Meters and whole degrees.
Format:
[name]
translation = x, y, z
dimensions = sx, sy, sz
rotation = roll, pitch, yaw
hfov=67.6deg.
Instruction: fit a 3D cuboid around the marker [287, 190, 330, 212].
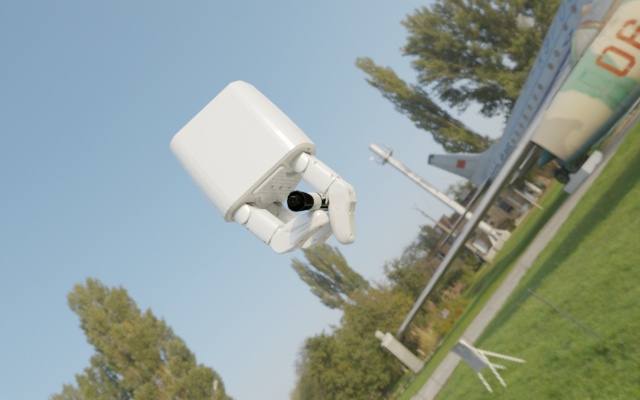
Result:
[marker]
translation = 0.000, 0.002, 0.460
dimensions = 0.020, 0.020, 0.121
rotation = 0, -1, 23
